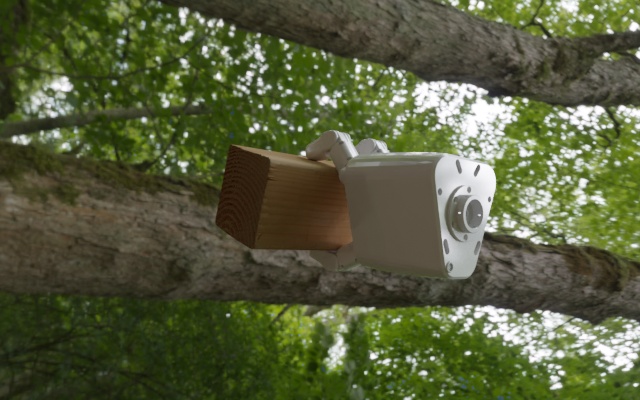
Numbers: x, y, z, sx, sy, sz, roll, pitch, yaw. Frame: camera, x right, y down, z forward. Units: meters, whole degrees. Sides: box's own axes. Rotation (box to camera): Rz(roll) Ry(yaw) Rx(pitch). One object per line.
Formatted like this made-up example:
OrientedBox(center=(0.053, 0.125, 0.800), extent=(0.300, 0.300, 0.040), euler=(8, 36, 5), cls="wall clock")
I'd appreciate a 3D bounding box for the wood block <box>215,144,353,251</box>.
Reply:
OrientedBox(center=(0.000, 0.002, 0.538), extent=(0.206, 0.091, 0.090), euler=(6, 10, -38), cls="wood block")
